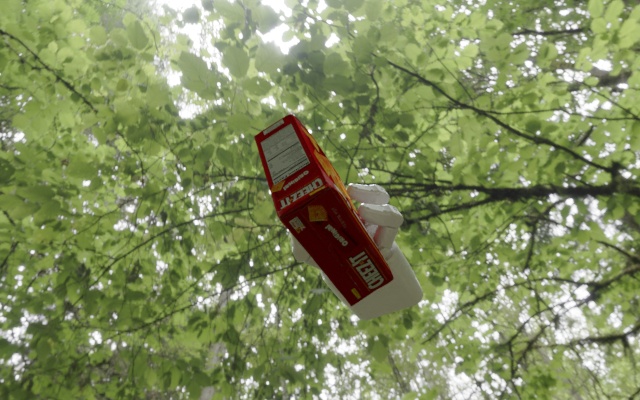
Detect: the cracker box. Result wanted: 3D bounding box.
[{"bbox_3d":[0.000,0.002,0.609,0.072,0.164,0.213,-33,34,5],"label":"cracker box"}]
